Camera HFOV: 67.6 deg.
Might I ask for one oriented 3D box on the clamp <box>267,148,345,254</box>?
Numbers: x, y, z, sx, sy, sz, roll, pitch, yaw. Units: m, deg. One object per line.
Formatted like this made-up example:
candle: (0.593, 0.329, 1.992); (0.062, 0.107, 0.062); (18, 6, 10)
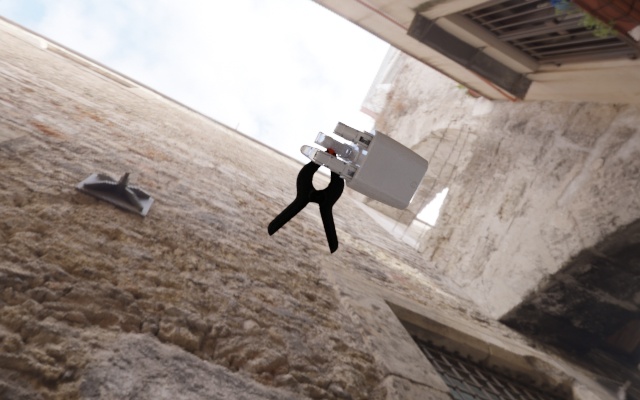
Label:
clamp: (0.000, 0.002, 0.783); (0.120, 0.171, 0.039); (25, 6, -16)
